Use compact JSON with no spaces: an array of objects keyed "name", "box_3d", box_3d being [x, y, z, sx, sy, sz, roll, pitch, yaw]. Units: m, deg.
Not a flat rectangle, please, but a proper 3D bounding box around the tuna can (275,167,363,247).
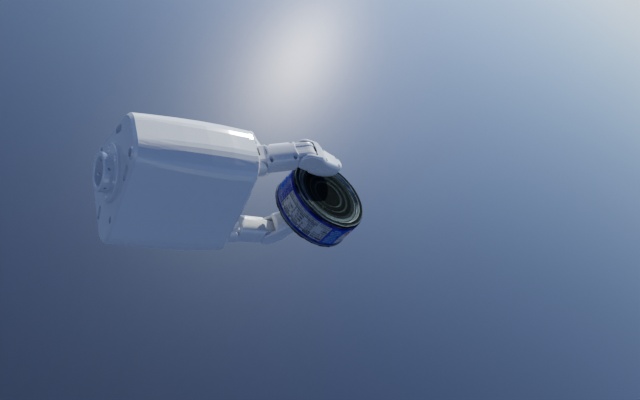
[{"name":"tuna can","box_3d":[0.000,0.001,0.474,0.086,0.086,0.034,0,-37,-46]}]
